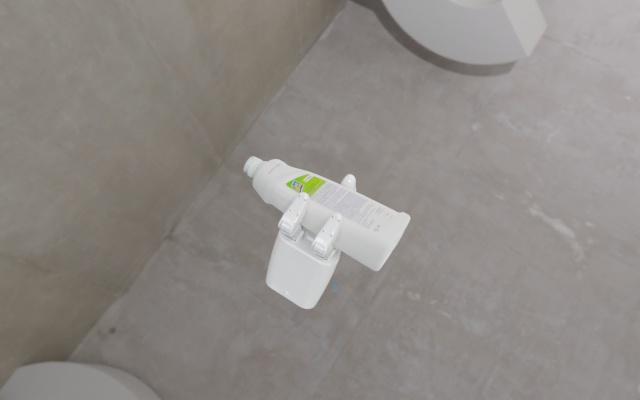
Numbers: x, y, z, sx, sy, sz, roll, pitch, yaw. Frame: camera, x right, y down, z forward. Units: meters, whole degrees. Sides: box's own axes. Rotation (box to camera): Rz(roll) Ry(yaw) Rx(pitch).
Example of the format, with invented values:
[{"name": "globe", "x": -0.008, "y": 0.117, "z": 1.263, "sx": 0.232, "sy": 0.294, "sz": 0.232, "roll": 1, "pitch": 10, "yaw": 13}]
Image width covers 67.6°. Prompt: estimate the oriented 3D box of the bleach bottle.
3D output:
[{"name": "bleach bottle", "x": 0.000, "y": 0.002, "z": 0.709, "sx": 0.251, "sy": 0.068, "sz": 0.102, "roll": 30, "pitch": 36, "yaw": 13}]
